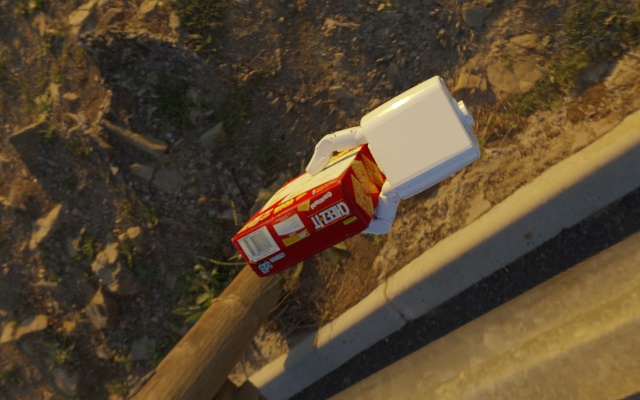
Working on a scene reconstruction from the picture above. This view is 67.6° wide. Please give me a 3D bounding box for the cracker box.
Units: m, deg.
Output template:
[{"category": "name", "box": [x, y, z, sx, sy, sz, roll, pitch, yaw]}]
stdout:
[{"category": "cracker box", "box": [0.000, 0.002, 0.645, 0.164, 0.072, 0.213, -28, 11, 24]}]
